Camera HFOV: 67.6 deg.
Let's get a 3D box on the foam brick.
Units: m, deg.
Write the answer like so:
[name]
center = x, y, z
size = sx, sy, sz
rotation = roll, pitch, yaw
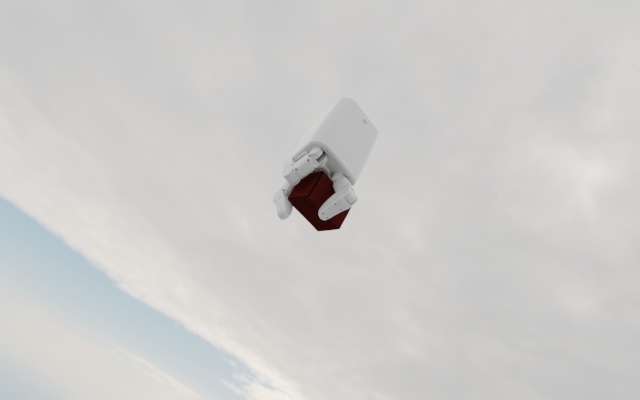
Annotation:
[foam brick]
center = 0.000, 0.003, 0.720
size = 0.053, 0.051, 0.078
rotation = -7, -46, 47
